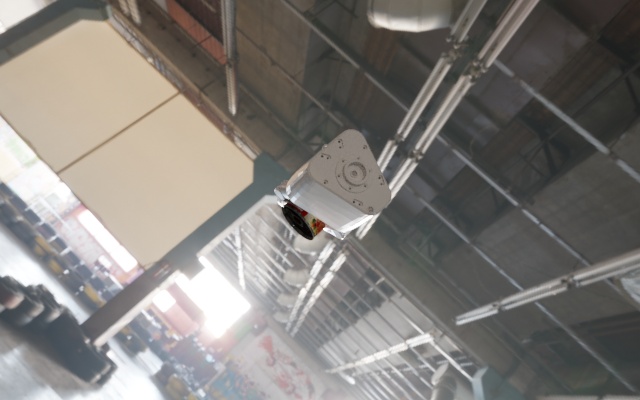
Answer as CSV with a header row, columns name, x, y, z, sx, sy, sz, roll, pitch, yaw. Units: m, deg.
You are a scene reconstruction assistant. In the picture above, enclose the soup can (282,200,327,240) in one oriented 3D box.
name,x,y,z,sx,sy,sz,roll,pitch,yaw
soup can,0.000,0.002,0.731,0.102,0.068,0.068,-42,18,-21
